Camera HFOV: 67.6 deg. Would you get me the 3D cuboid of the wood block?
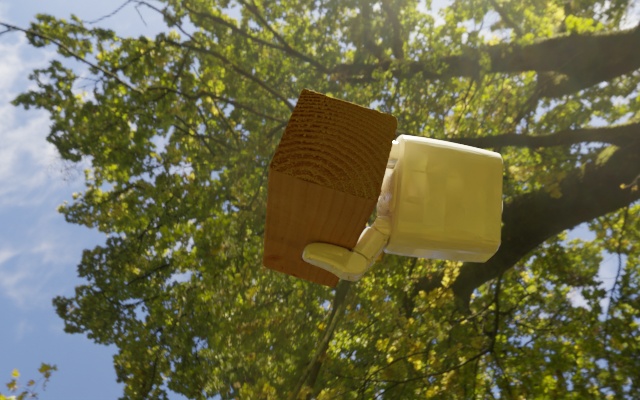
[{"bbox_3d":[0.000,0.002,0.475,0.090,0.090,0.206,17,-30,1],"label":"wood block"}]
